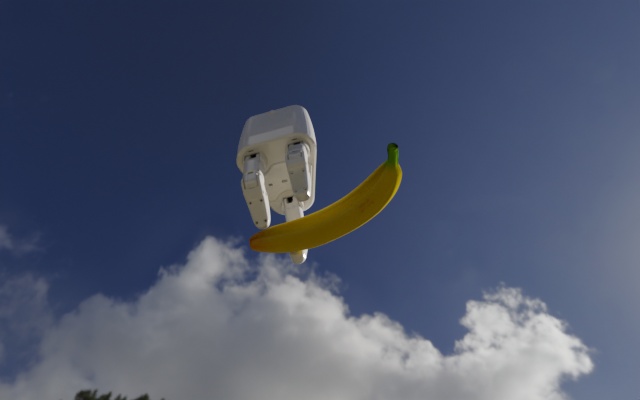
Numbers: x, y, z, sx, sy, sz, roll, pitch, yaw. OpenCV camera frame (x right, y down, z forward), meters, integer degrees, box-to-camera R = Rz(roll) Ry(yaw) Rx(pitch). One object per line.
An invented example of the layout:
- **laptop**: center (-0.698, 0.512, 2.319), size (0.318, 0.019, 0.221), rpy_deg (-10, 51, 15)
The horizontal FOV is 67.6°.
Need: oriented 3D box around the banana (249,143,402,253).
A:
- **banana**: center (0.014, 0.011, 0.517), size (0.198, 0.070, 0.037), rpy_deg (-35, 32, 19)
